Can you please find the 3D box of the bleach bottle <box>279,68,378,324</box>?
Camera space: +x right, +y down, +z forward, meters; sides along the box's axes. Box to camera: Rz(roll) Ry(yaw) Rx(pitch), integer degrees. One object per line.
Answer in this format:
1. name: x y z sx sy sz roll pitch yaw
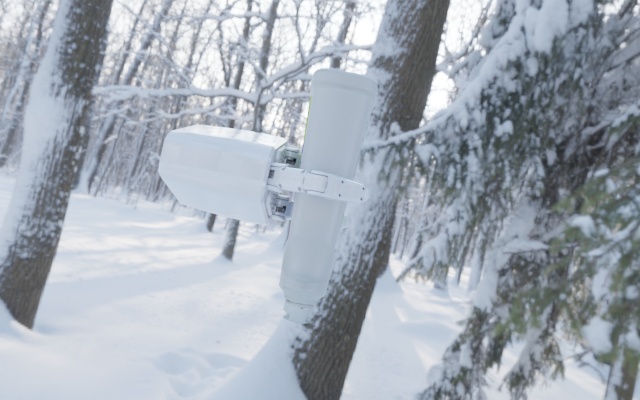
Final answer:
1. bleach bottle: 0.000 0.002 0.495 0.068 0.251 0.102 12 -3 2
